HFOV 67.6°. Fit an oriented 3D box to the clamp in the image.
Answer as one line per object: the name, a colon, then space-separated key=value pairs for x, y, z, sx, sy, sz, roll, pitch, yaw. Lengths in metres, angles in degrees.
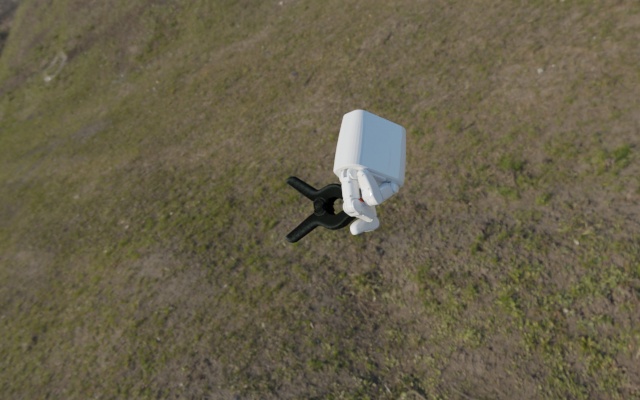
clamp: x=0.000 y=0.003 z=0.832 sx=0.171 sy=0.120 sz=0.039 roll=-15 pitch=-7 yaw=33
